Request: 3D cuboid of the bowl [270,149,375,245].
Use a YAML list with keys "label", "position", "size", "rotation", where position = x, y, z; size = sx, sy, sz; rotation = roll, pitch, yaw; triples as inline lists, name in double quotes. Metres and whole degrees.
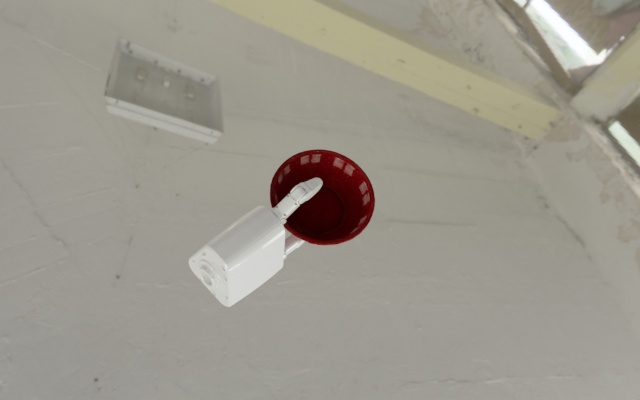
- label: "bowl"
  position: [0.001, 0.002, 0.746]
  size: [0.162, 0.162, 0.055]
  rotation: [0, -25, -10]
